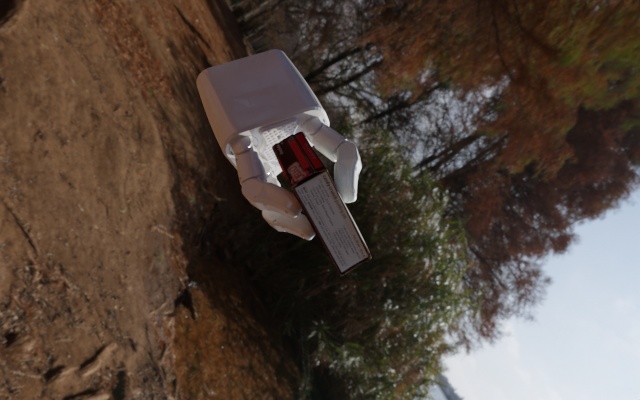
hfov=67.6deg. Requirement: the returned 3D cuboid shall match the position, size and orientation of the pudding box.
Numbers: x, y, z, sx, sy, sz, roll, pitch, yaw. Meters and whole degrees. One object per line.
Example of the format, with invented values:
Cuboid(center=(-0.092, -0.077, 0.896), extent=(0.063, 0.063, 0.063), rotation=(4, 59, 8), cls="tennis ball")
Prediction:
Cuboid(center=(0.000, 0.001, 0.451), extent=(0.039, 0.113, 0.090), rotation=(-29, 33, 1), cls="pudding box")
